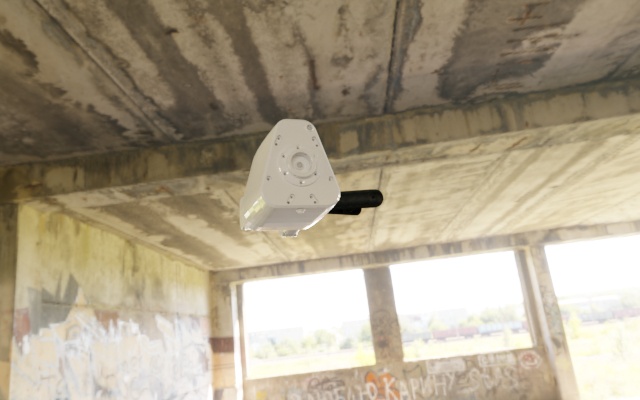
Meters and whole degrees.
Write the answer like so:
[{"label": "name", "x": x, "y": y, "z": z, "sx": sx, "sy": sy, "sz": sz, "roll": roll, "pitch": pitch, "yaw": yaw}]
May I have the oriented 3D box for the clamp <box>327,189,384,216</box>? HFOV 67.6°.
[{"label": "clamp", "x": 0.000, "y": 0.002, "z": 0.665, "sx": 0.171, "sy": 0.039, "sz": 0.120, "roll": -1, "pitch": -14, "yaw": -20}]
